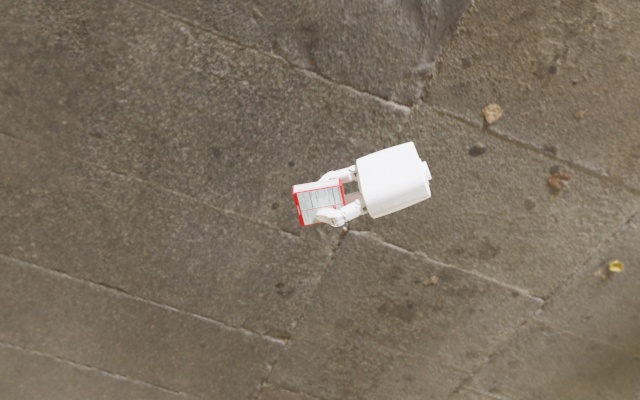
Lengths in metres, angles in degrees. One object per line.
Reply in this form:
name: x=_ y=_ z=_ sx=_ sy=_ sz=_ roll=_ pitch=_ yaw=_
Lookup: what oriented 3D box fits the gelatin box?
gelatin box: x=0.000 y=0.003 z=0.855 sx=0.089 sy=0.073 sz=0.030 roll=-10 pitch=32 yaw=4
